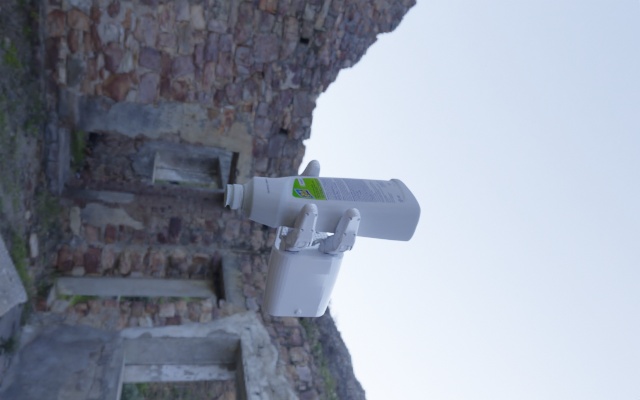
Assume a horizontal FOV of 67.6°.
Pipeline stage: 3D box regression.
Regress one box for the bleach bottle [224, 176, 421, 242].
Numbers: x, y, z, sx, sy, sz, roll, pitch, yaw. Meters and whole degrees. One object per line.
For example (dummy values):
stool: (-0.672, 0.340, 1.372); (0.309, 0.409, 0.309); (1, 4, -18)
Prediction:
bleach bottle: (0.000, 0.002, 0.632); (0.251, 0.068, 0.102); (6, 26, -18)
